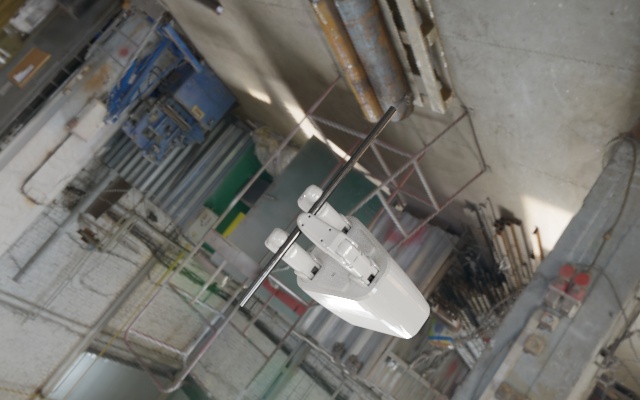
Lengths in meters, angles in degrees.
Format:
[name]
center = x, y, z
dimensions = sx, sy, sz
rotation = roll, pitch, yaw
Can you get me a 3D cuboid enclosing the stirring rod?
[stirring rod]
center = 0.000, 0.001, 0.455
dimensions = 0.011, 0.239, 0.011
rotation = 37, -10, 8
